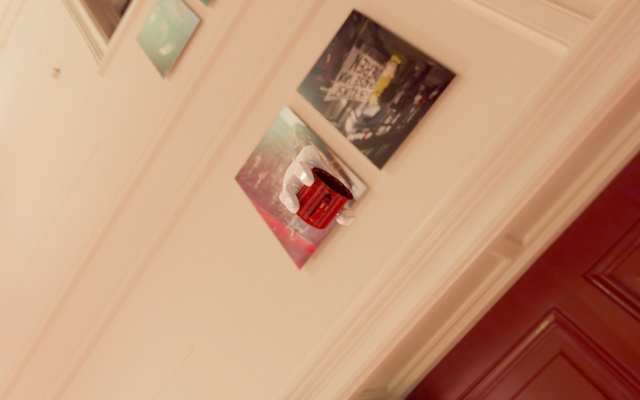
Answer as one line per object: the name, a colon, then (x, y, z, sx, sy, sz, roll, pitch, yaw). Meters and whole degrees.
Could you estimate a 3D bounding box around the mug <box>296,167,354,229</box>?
mug: (0.000, 0.004, 0.865, 0.093, 0.081, 0.117, 34, 17, -13)
